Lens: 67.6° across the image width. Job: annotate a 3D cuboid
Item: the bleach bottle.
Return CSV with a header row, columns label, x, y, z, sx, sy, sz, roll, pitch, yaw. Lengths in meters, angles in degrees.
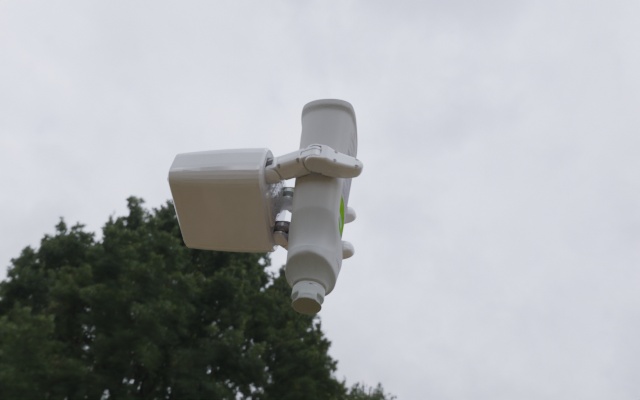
label,x,y,z,sx,sy,sz,roll,pitch,yaw
bleach bottle,0.000,0.002,0.518,0.068,0.250,0.103,-1,-44,10
